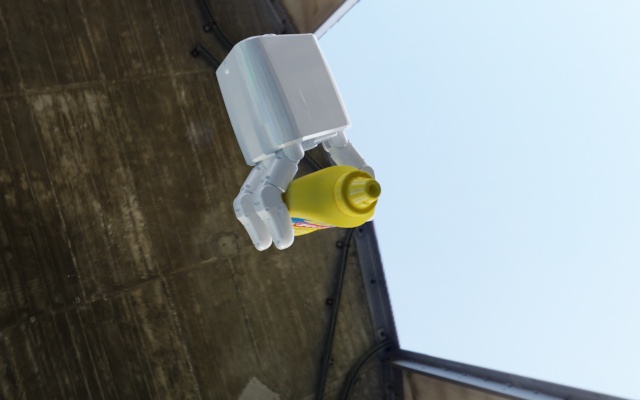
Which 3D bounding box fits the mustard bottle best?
[{"bbox_3d":[0.000,0.002,0.484,0.096,0.058,0.191,4,-9,-27],"label":"mustard bottle"}]
